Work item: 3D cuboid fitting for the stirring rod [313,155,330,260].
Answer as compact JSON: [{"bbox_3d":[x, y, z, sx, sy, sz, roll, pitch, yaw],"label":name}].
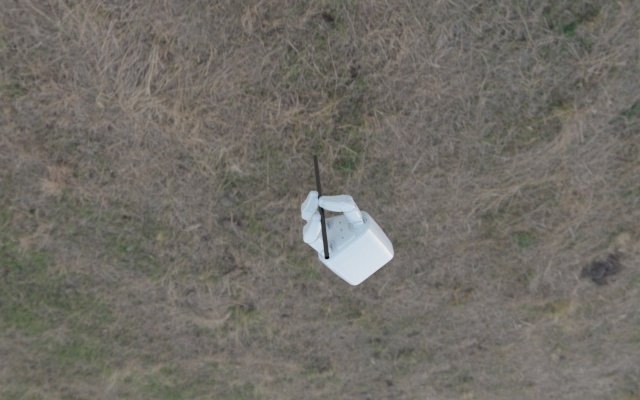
[{"bbox_3d":[0.000,0.003,0.812,0.011,0.239,0.011,-3,-45,-3],"label":"stirring rod"}]
